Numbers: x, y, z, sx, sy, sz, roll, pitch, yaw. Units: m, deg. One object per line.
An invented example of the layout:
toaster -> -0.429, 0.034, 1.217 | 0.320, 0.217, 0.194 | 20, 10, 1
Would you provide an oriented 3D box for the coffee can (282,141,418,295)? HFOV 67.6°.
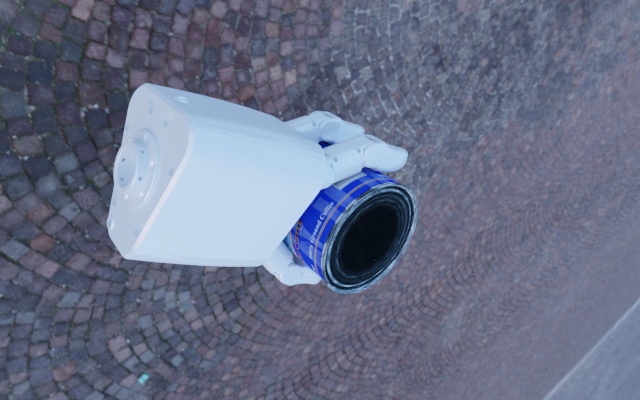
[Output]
coffee can -> 0.000, 0.001, 0.428 | 0.103, 0.103, 0.140 | 0, 27, -43
